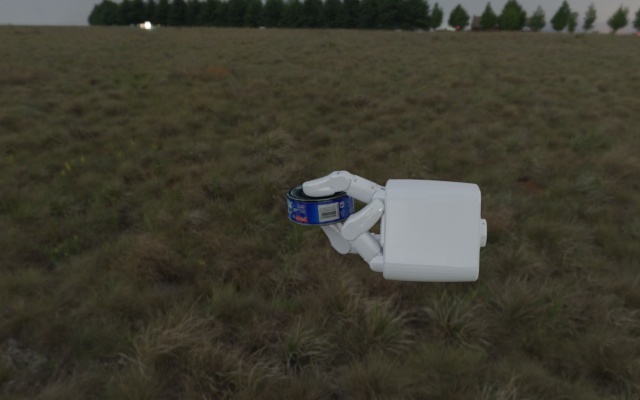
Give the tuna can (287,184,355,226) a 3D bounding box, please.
[{"bbox_3d":[0.000,0.001,0.611,0.086,0.034,0.086,-5,19,2],"label":"tuna can"}]
